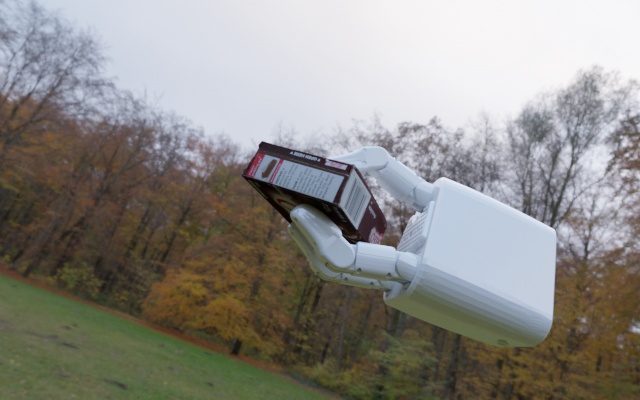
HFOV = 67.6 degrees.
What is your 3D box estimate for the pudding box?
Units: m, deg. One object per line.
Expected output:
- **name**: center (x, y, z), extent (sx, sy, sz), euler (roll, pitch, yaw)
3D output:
- **pudding box**: center (0.000, 0.001, 0.402), extent (0.090, 0.039, 0.113), euler (16, -20, 27)
